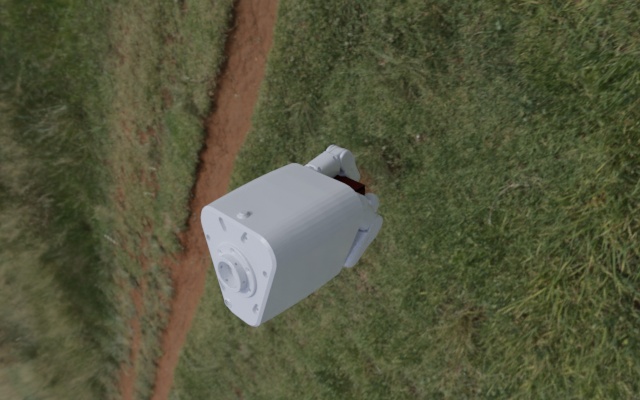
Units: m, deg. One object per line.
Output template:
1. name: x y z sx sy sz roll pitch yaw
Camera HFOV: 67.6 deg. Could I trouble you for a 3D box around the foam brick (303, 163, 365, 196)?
1. foam brick: 0.000 0.002 0.494 0.078 0.053 0.051 25 38 35
